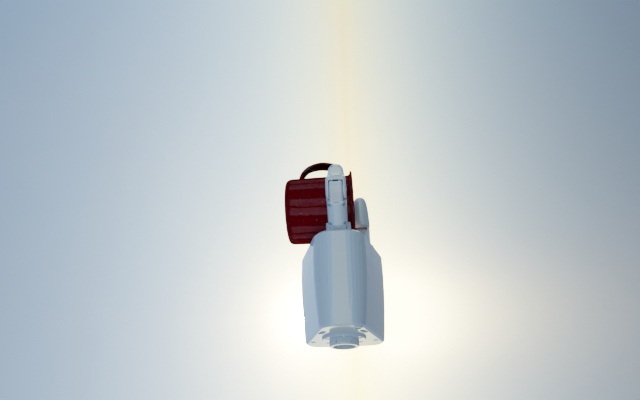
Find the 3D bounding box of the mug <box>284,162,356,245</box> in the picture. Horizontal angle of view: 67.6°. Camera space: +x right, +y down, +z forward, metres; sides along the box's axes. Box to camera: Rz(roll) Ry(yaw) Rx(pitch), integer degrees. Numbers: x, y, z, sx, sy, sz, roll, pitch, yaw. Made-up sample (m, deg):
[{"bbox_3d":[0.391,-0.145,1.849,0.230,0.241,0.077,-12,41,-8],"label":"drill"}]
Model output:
[{"bbox_3d":[0.000,0.001,0.595,0.081,0.117,0.093,-4,-29,3],"label":"mug"}]
